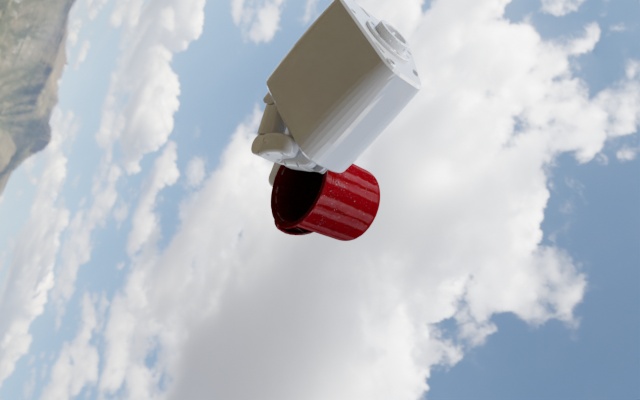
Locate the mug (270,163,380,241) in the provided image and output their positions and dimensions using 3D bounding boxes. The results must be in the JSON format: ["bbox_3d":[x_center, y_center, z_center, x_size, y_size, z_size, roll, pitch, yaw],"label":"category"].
[{"bbox_3d":[-0.001,0.003,0.502,0.081,0.093,0.117,21,-51,-35],"label":"mug"}]
